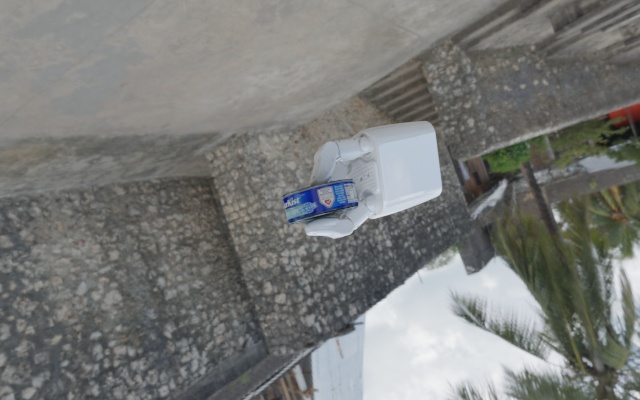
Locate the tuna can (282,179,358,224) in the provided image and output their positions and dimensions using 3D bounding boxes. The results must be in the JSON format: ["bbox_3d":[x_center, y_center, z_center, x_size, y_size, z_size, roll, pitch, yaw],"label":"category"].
[{"bbox_3d":[0.000,0.002,0.554,0.086,0.034,0.086,-14,-4,-1],"label":"tuna can"}]
